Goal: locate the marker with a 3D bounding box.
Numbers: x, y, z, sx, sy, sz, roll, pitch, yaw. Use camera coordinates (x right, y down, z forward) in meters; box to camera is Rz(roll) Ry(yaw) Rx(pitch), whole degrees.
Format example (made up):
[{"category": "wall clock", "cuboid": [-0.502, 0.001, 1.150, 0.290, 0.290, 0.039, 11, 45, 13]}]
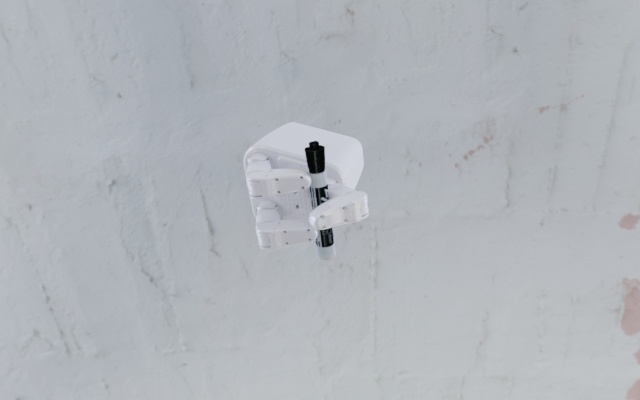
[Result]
[{"category": "marker", "cuboid": [0.000, 0.002, 0.462, 0.020, 0.121, 0.020, -5, 24, 2]}]
